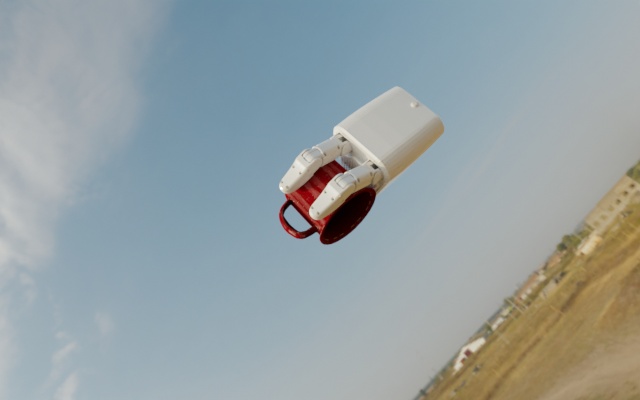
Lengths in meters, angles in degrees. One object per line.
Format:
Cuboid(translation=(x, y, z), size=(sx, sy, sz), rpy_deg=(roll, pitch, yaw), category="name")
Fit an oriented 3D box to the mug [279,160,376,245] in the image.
Cuboid(translation=(-0.001, 0.003, 0.600), size=(0.117, 0.081, 0.093), rpy_deg=(-37, -25, -18), category="mug")
